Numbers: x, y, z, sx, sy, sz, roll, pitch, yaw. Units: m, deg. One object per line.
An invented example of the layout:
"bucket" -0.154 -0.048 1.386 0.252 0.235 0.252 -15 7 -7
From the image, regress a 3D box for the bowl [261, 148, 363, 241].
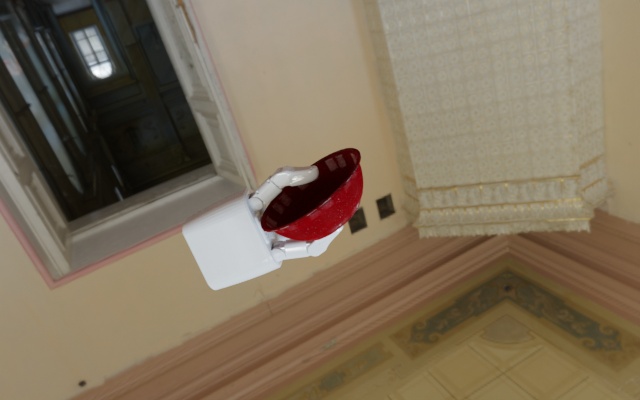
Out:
"bowl" 0.001 0.002 0.629 0.162 0.055 0.162 -34 20 14
